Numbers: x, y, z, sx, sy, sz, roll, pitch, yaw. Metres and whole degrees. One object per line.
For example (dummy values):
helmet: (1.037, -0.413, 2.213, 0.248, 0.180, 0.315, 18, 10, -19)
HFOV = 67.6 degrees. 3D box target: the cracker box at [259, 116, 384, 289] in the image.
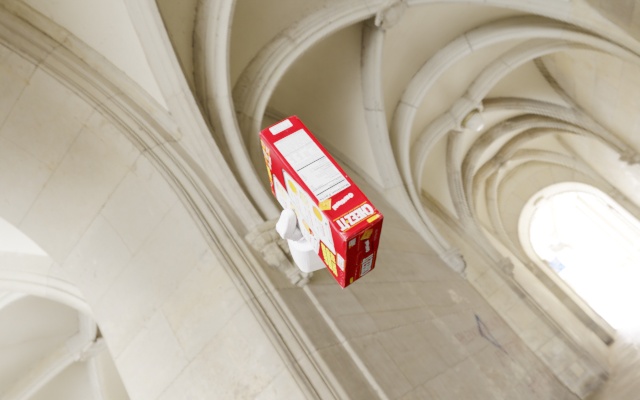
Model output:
cracker box: (0.000, 0.002, 0.708, 0.072, 0.213, 0.164, -31, -28, -16)
